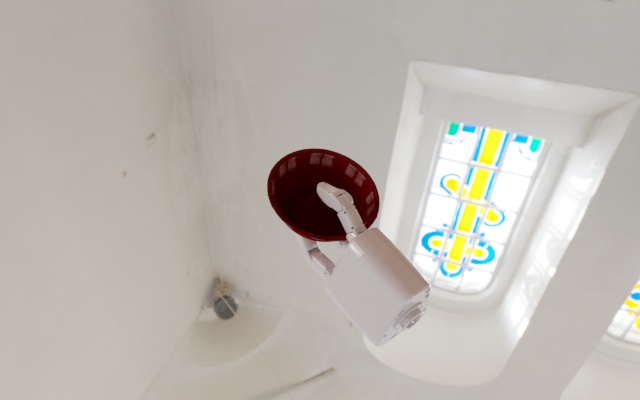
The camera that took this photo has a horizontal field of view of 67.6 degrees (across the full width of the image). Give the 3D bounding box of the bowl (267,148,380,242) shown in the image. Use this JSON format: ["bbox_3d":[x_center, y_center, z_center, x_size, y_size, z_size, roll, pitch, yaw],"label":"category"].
[{"bbox_3d":[0.000,0.001,0.685,0.162,0.162,0.055,0,-35,-16],"label":"bowl"}]
